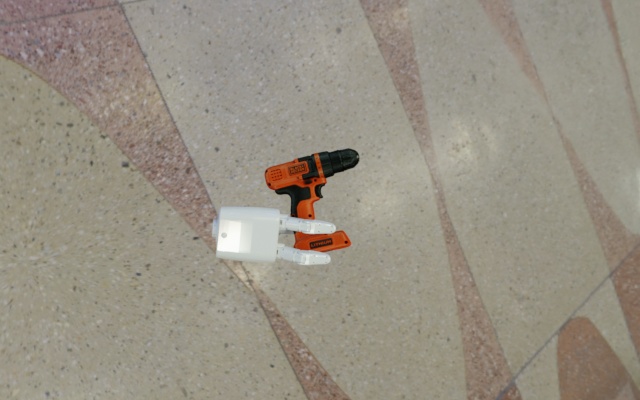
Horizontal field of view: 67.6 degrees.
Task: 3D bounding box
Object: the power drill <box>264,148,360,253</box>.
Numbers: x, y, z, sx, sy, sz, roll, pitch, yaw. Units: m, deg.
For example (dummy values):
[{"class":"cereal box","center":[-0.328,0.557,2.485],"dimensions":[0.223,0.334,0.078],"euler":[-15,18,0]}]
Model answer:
[{"class":"power drill","center":[0.000,0.003,0.898],"dimensions":[0.184,0.187,0.057],"euler":[-14,-11,4]}]
